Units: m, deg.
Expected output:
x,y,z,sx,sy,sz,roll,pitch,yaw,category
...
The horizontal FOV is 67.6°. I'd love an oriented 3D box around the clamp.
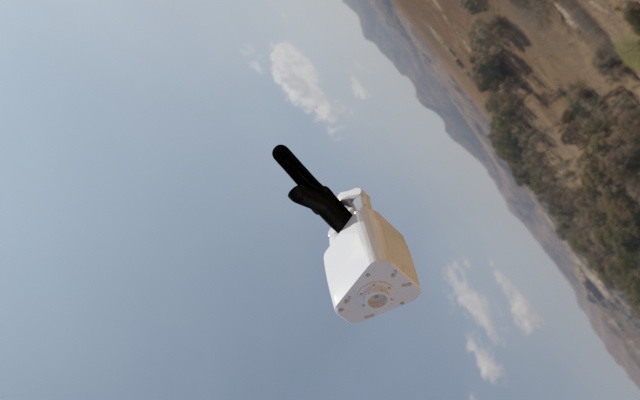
x,y,z,sx,sy,sz,roll,pitch,yaw,category
0.000,0.003,0.662,0.171,0.039,0.120,41,20,-28,clamp
